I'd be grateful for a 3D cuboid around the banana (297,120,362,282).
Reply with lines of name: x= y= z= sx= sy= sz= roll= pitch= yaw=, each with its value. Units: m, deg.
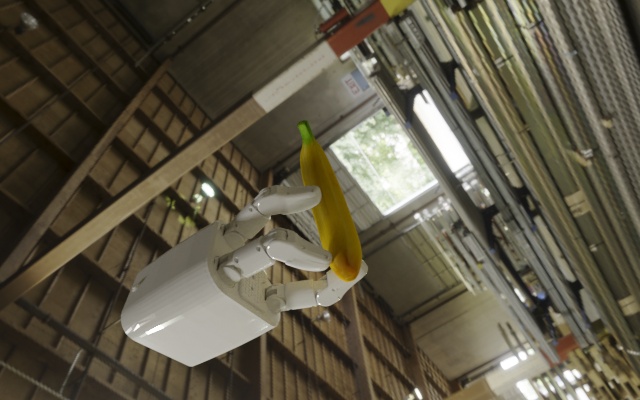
banana: x=0.007 y=0.008 z=0.487 sx=0.037 sy=0.197 sz=0.070 roll=-27 pitch=-37 yaw=10
